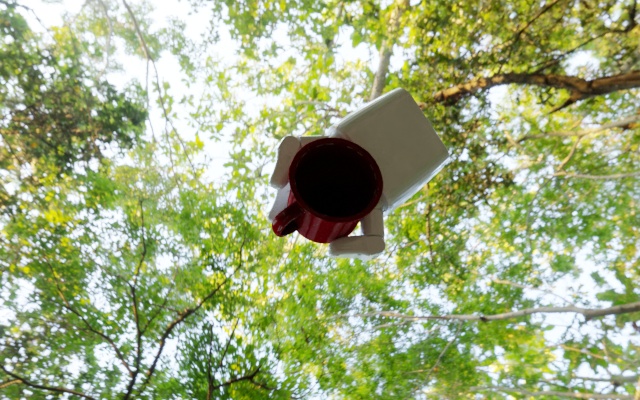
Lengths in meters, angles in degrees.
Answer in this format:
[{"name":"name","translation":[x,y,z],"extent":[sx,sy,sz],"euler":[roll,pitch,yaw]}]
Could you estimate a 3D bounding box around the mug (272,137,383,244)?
[{"name":"mug","translation":[-0.001,0.003,0.491],"extent":[0.117,0.093,0.081],"euler":[-36,-14,-23]}]
